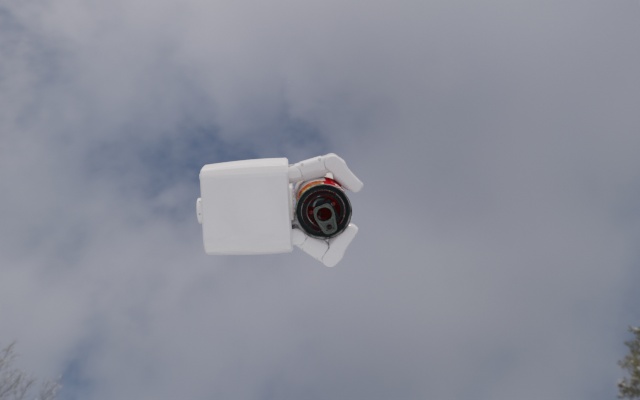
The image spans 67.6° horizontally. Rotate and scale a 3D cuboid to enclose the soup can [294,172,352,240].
[{"bbox_3d":[0.001,0.002,0.606,0.068,0.068,0.102,0,14,-4],"label":"soup can"}]
